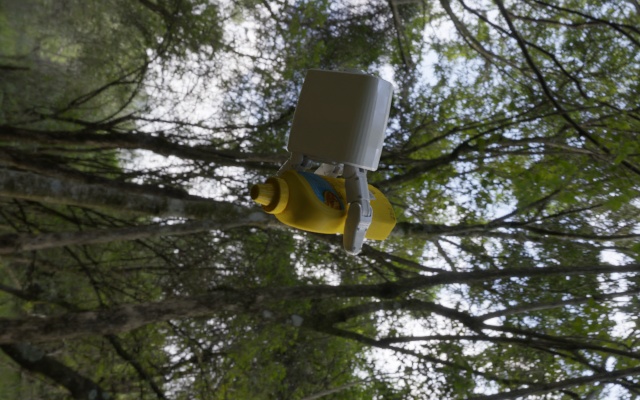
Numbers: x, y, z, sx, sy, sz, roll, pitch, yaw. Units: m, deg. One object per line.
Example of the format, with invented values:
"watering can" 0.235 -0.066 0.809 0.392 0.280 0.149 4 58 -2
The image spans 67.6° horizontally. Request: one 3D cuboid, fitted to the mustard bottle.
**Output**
"mustard bottle" 0.000 0.002 0.583 0.191 0.058 0.096 9 31 -40
